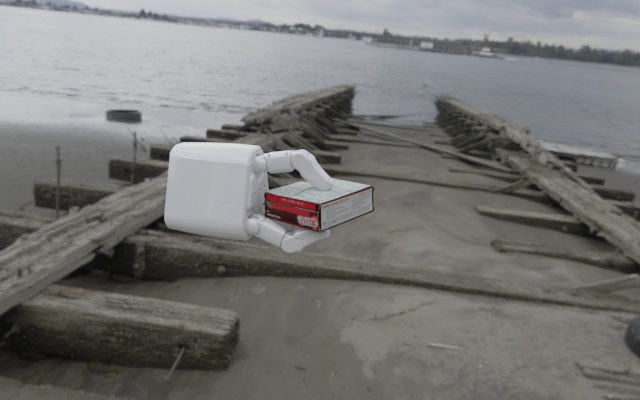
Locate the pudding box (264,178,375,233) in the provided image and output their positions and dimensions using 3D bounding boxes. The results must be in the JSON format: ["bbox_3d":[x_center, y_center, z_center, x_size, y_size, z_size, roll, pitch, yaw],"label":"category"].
[{"bbox_3d":[0.000,0.002,0.591,0.090,0.039,0.113,14,22,38],"label":"pudding box"}]
